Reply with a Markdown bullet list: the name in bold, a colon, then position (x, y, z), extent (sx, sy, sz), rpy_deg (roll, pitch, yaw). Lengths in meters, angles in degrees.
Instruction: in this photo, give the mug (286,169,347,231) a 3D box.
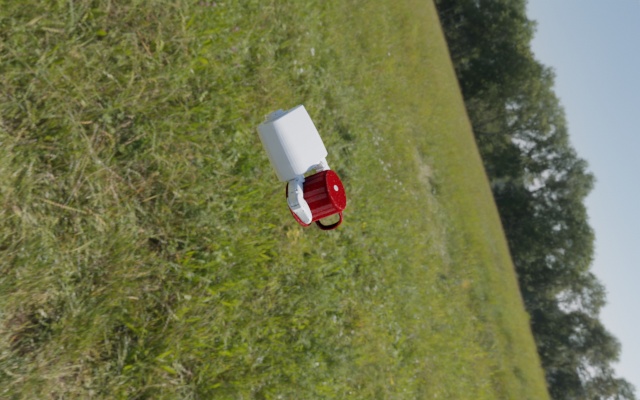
- **mug**: position (0.001, 0.004, 0.878), extent (0.081, 0.117, 0.093), rpy_deg (-20, 17, 23)
